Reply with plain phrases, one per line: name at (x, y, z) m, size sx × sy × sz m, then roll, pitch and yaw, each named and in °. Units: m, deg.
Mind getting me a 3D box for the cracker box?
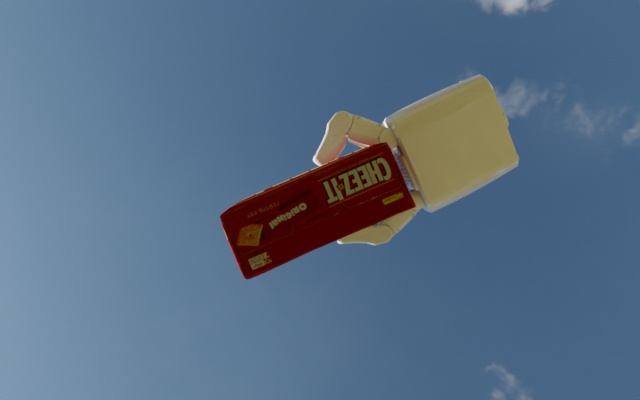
cracker box at (0.000, 0.002, 0.515) m, size 0.164 × 0.072 × 0.213 m, roll -24°, pitch 2°, yaw 4°
